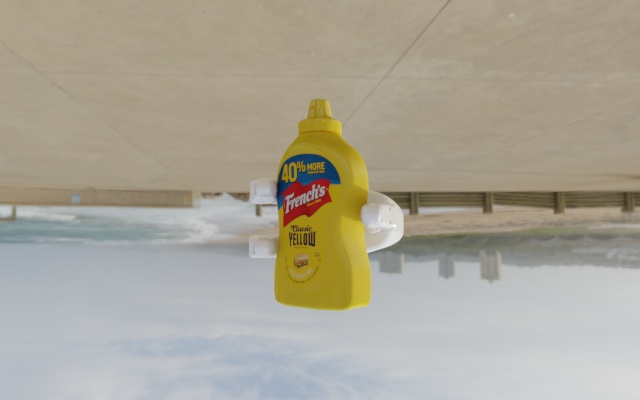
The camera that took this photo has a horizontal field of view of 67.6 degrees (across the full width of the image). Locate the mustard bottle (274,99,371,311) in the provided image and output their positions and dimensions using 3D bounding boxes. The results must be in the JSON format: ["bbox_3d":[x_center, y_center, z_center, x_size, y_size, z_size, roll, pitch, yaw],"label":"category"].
[{"bbox_3d":[0.000,0.002,0.444,0.096,0.191,0.058,-5,-7,43],"label":"mustard bottle"}]
